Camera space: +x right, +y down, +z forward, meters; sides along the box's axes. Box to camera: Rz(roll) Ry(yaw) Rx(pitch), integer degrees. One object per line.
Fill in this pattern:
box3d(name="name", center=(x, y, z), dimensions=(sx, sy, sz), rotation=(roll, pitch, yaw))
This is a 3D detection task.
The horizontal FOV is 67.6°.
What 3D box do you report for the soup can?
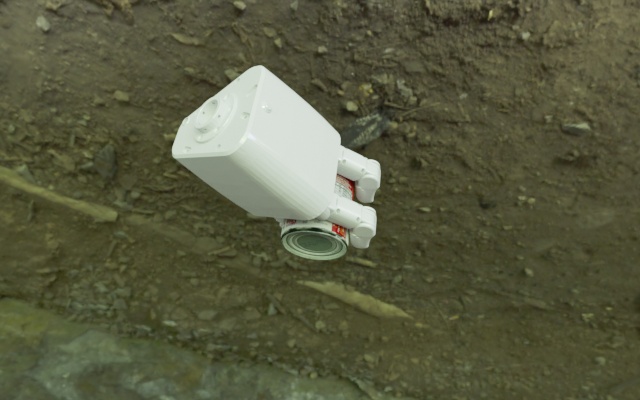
box3d(name="soup can", center=(0.000, 0.002, 0.492), dimensions=(0.068, 0.102, 0.068), rotation=(6, -30, 4))
